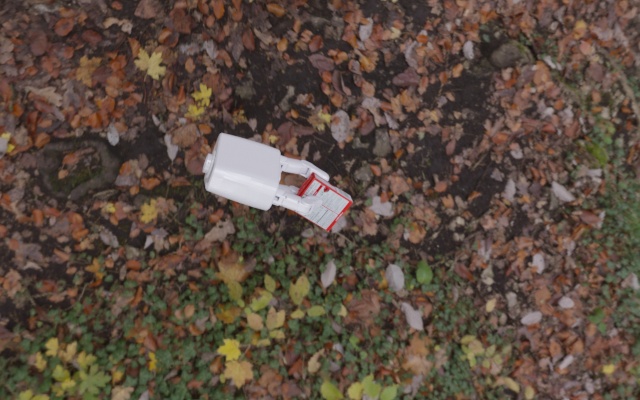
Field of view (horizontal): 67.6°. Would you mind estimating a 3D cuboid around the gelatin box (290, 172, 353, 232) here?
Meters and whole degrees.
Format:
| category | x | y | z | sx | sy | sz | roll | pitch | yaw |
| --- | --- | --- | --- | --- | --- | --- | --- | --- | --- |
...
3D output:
| category | x | y | z | sx | sy | sz | roll | pitch | yaw |
| --- | --- | --- | --- | --- | --- | --- | --- | --- | --- |
| gelatin box | 0.000 | 0.003 | 0.847 | 0.089 | 0.073 | 0.030 | 32 | 19 | -21 |
